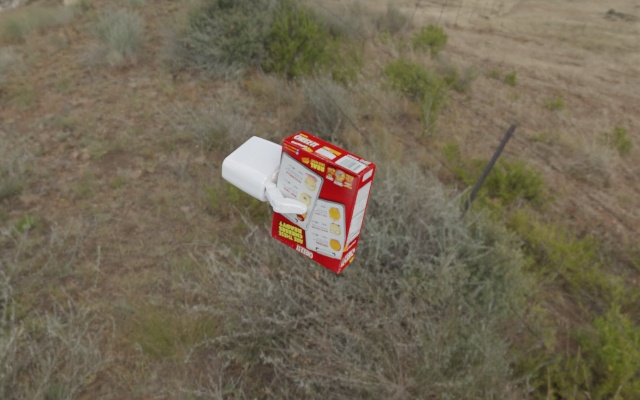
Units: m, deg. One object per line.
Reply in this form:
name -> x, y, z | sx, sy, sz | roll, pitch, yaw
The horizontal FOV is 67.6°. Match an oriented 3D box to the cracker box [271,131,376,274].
cracker box -> 0.000, 0.003, 0.877 | 0.164, 0.214, 0.072 | 27, 36, 24
